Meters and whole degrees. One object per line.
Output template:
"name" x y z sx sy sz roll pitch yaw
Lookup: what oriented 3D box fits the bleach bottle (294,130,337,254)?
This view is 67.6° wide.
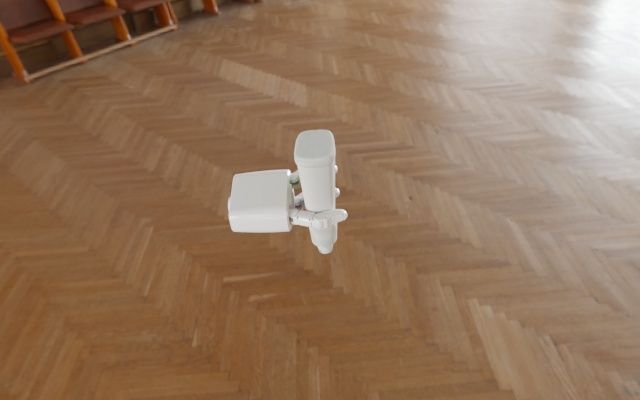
"bleach bottle" 0.000 0.003 0.870 0.068 0.251 0.102 -3 38 4
